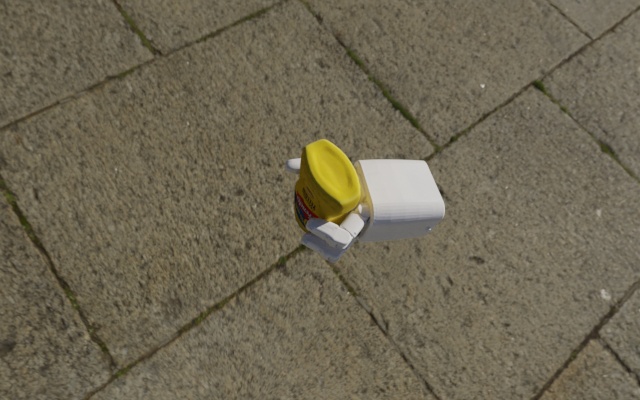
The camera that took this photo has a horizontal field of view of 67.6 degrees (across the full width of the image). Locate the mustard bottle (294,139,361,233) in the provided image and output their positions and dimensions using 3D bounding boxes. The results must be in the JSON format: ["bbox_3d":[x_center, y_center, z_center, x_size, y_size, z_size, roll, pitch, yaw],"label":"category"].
[{"bbox_3d":[0.000,0.002,0.672,0.058,0.096,0.192,-27,-18,-20],"label":"mustard bottle"}]
